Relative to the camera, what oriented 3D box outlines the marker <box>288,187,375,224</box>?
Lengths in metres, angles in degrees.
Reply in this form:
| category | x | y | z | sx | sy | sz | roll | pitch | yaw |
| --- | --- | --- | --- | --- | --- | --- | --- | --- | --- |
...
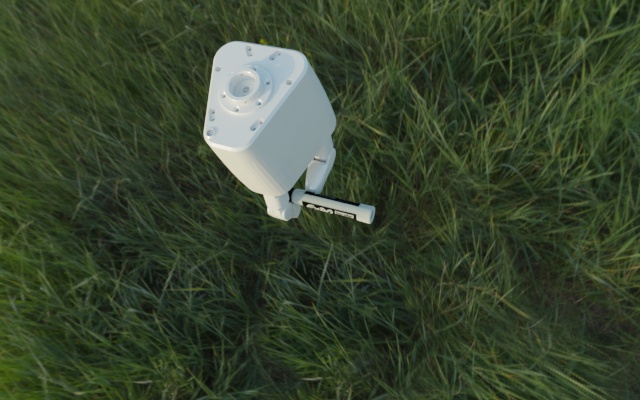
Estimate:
| category | x | y | z | sx | sy | sz | roll | pitch | yaw |
| --- | --- | --- | --- | --- | --- | --- | --- | --- | --- |
| marker | 0.000 | 0.002 | 0.527 | 0.121 | 0.020 | 0.020 | 14 | 5 | 18 |
